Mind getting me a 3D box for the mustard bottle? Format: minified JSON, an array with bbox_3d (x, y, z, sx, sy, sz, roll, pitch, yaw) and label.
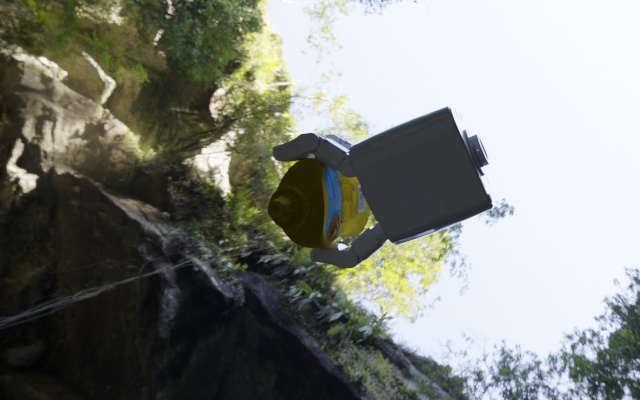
[{"bbox_3d":[0.000,0.002,0.522,0.058,0.096,0.191,3,6,25],"label":"mustard bottle"}]
